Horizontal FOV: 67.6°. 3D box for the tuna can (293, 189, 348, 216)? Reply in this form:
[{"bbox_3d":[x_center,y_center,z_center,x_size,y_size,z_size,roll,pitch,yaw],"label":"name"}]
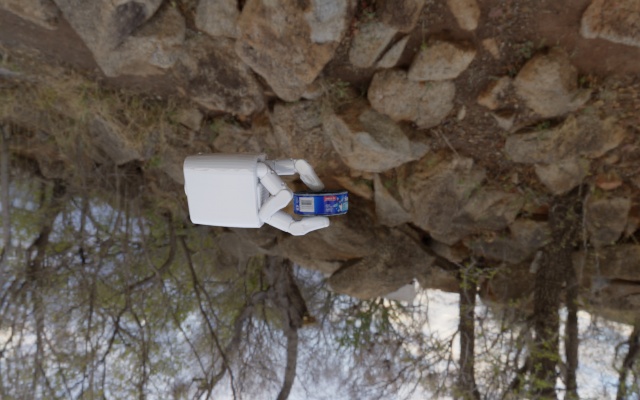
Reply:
[{"bbox_3d":[0.000,0.003,0.737,0.086,0.034,0.086,-2,5,0],"label":"tuna can"}]
